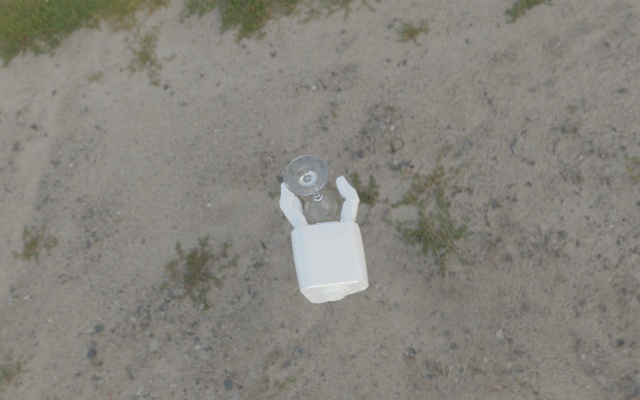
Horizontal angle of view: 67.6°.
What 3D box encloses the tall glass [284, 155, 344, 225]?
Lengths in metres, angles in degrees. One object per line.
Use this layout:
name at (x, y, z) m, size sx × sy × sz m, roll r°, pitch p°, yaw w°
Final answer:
tall glass at (0.000, 0.002, 0.852) m, size 0.079 × 0.079 × 0.201 m, roll 0°, pitch -26°, yaw 15°
